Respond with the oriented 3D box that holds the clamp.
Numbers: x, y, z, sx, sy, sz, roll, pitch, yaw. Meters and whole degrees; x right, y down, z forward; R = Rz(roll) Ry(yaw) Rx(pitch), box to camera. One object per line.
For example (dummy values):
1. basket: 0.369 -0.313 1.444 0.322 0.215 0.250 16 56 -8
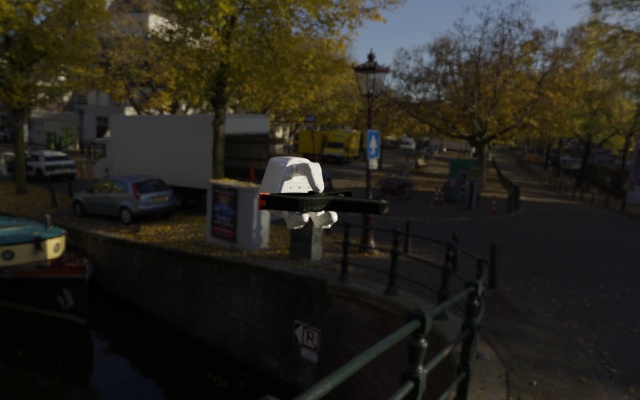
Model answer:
1. clamp: 0.000 0.002 0.821 0.210 0.036 0.164 -1 7 -26
